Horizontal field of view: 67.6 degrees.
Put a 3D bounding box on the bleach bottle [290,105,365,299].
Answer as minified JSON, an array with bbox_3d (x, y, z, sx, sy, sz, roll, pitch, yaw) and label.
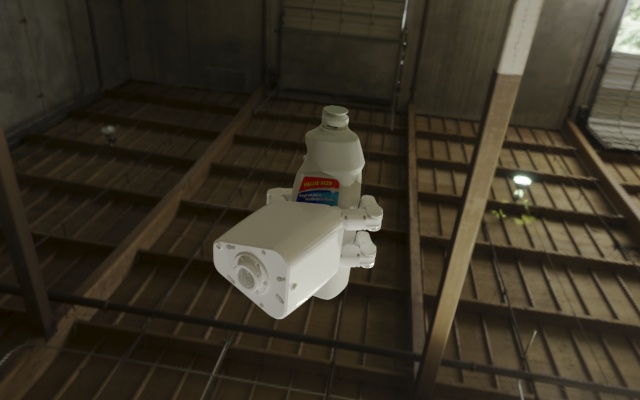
[{"bbox_3d":[0.000,0.002,0.610,0.102,0.251,0.068,22,33,27],"label":"bleach bottle"}]
